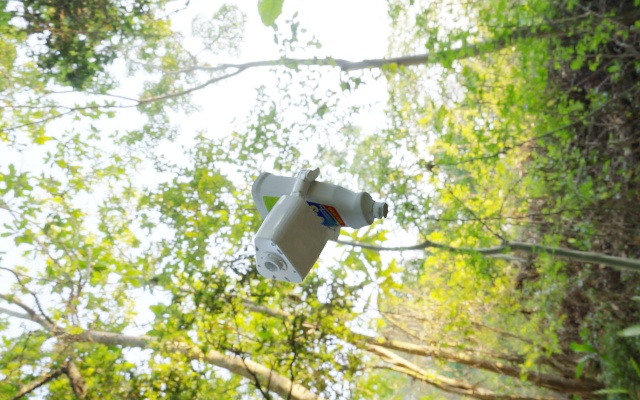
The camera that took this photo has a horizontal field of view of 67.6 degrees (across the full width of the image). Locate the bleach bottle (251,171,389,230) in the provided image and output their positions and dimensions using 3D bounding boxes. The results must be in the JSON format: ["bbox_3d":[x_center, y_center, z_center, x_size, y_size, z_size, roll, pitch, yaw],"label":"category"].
[{"bbox_3d":[0.000,0.003,0.878,0.251,0.103,0.068,4,43,28],"label":"bleach bottle"}]
